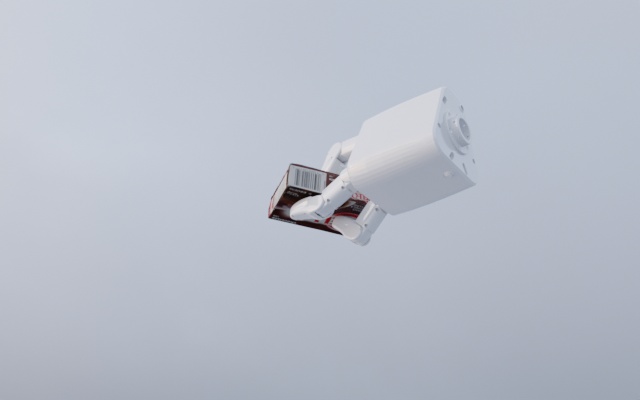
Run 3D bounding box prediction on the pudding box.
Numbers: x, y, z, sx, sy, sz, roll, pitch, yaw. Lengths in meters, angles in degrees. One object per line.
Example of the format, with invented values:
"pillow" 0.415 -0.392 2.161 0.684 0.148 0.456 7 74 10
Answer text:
"pudding box" 0.000 0.002 0.601 0.113 0.039 0.090 16 -33 -14
